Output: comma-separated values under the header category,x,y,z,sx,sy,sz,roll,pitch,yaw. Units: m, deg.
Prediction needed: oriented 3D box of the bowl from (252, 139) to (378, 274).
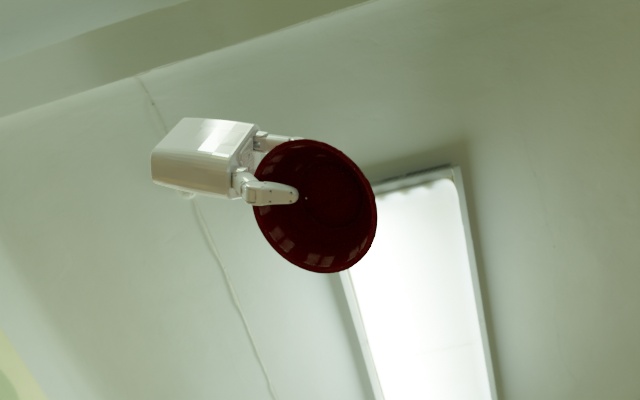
category,x,y,z,sx,sy,sz,roll,pitch,yaw
bowl,0.001,0.002,0.562,0.162,0.162,0.055,0,19,28
